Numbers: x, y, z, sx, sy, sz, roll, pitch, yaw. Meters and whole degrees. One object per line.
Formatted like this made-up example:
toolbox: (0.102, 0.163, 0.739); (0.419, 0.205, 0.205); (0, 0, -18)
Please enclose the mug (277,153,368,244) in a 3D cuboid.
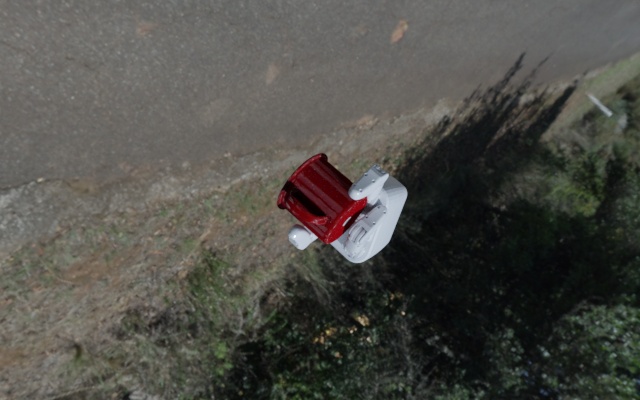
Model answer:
mug: (0.000, 0.002, 0.598); (0.081, 0.093, 0.117); (41, 23, 16)
